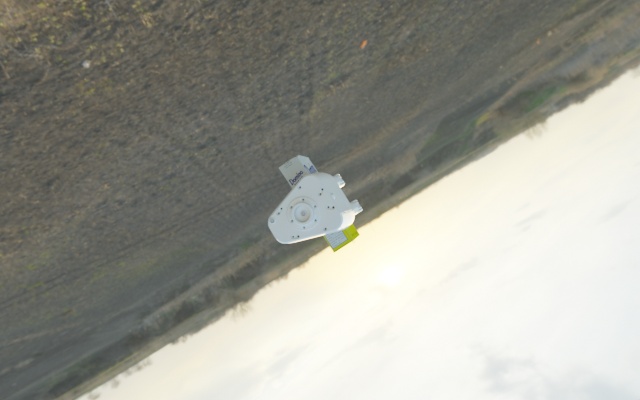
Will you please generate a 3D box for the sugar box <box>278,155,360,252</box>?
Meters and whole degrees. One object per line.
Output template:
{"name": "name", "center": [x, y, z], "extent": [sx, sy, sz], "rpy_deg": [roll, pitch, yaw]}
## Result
{"name": "sugar box", "center": [0.001, 0.003, 0.848], "extent": [0.048, 0.176, 0.093], "rpy_deg": [-32, -4, 12]}
